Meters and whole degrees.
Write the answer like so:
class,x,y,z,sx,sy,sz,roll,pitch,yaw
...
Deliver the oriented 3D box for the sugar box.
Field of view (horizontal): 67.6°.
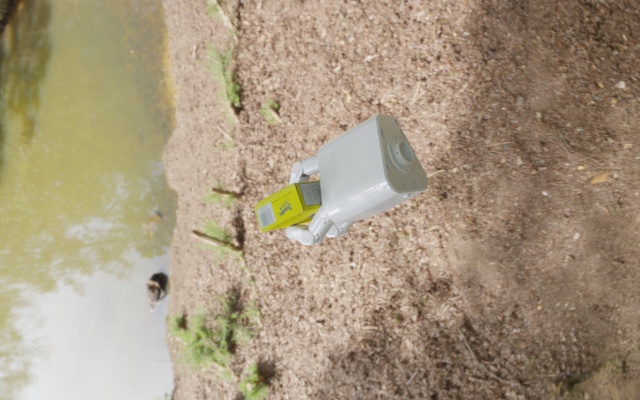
class,x,y,z,sx,sy,sz,roll,pitch,yaw
sugar box,0.000,0.003,0.694,0.176,0.048,0.093,-6,-16,-47
